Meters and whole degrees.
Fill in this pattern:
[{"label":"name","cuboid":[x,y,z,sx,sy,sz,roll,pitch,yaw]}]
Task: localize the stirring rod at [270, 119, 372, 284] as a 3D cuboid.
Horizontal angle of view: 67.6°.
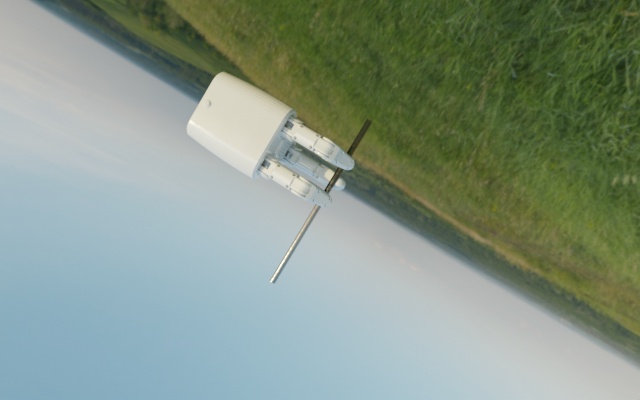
[{"label":"stirring rod","cuboid":[0.000,0.002,0.609,0.011,0.239,0.011,31,3,-2]}]
